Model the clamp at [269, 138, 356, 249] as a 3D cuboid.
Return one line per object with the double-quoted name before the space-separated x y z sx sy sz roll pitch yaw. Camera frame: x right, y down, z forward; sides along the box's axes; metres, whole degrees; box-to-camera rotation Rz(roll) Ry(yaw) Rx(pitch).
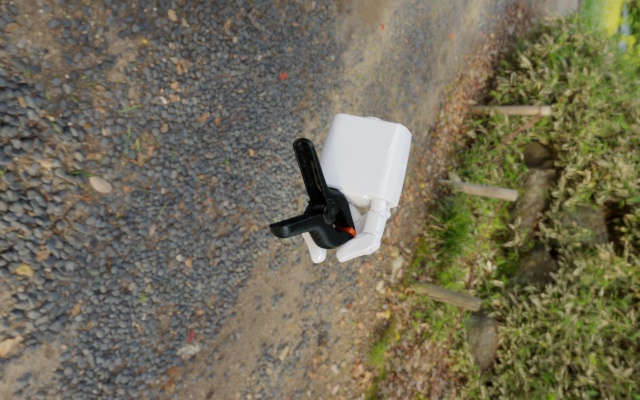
"clamp" 0.001 0.002 0.590 0.039 0.120 0.171 10 -11 29
